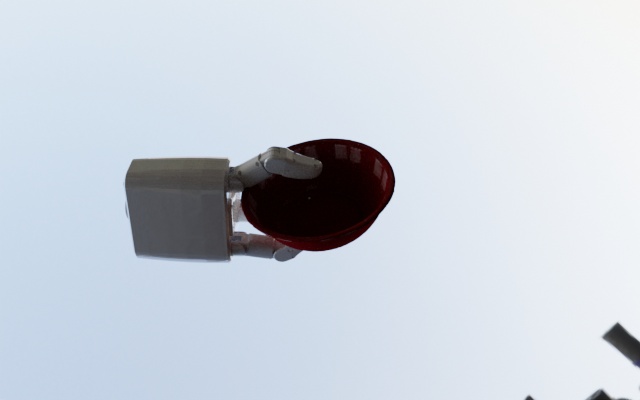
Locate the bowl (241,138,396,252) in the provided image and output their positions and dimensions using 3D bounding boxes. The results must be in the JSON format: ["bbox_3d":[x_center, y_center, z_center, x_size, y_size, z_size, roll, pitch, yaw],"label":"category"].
[{"bbox_3d":[0.001,0.002,0.509,0.162,0.055,0.162,-7,42,6],"label":"bowl"}]
